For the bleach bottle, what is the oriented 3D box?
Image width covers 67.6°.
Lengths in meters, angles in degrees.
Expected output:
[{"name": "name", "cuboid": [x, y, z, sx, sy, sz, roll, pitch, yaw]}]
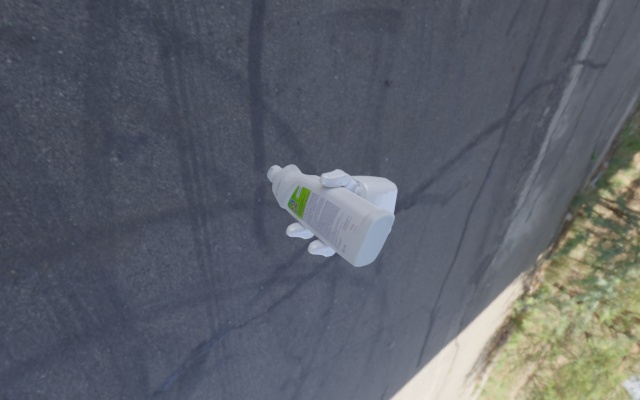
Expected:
[{"name": "bleach bottle", "cuboid": [0.000, 0.003, 0.805, 0.250, 0.103, 0.068, 36, 25, 33]}]
